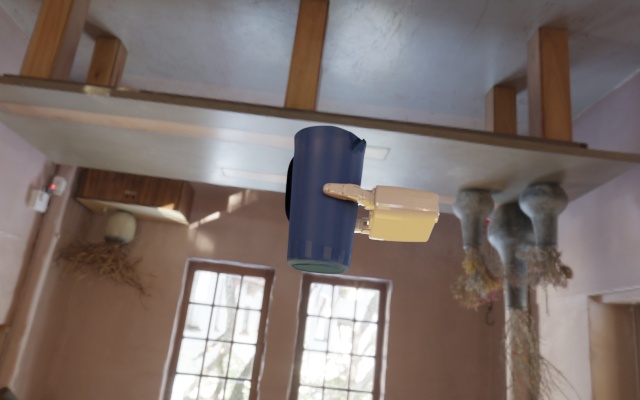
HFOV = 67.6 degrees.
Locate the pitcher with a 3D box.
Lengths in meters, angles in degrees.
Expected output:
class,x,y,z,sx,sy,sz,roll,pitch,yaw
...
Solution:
class,x,y,z,sx,sy,sz,roll,pitch,yaw
pitcher,0.000,0.003,0.846,0.145,0.242,0.149,6,-17,2
